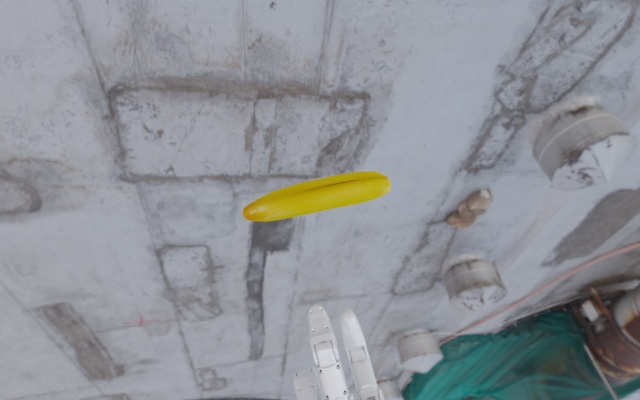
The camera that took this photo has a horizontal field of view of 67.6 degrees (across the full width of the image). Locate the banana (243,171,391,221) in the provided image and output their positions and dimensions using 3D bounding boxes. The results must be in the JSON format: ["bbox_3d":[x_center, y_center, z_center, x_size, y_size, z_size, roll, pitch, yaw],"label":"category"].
[{"bbox_3d":[0.009,-0.005,0.565,0.198,0.037,0.070,-11,-15,-22],"label":"banana"}]
